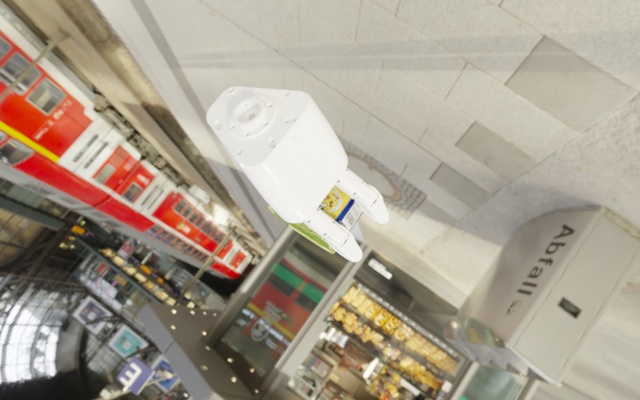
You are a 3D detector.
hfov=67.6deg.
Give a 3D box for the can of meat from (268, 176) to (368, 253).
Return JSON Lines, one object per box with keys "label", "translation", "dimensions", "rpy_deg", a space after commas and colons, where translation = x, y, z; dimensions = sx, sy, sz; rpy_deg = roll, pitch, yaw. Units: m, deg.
{"label": "can of meat", "translation": [0.000, 0.002, 0.568], "dimensions": [0.102, 0.084, 0.057], "rpy_deg": [30, -14, 28]}
